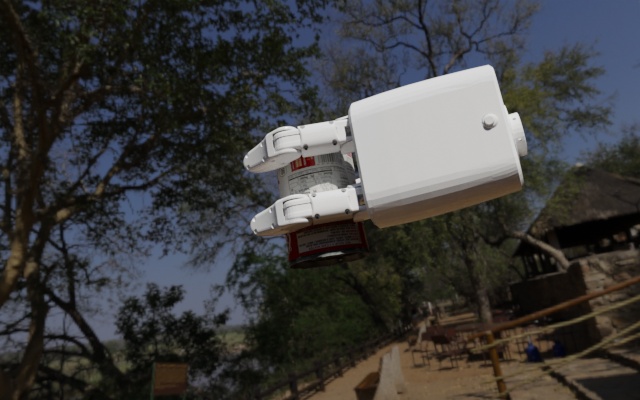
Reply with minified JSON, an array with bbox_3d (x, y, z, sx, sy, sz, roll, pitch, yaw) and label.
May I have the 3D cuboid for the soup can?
[{"bbox_3d":[0.000,0.001,0.404,0.068,0.102,0.068,-9,-14,-2],"label":"soup can"}]
